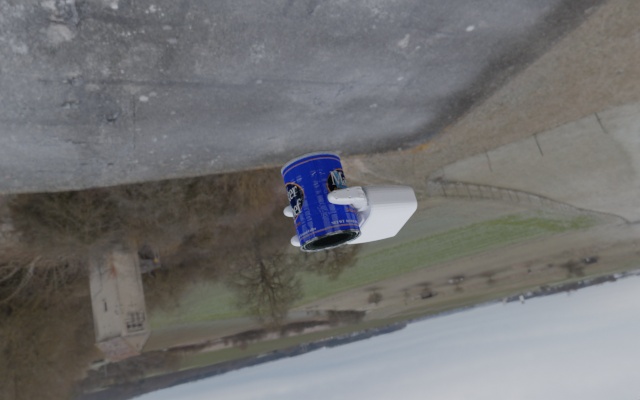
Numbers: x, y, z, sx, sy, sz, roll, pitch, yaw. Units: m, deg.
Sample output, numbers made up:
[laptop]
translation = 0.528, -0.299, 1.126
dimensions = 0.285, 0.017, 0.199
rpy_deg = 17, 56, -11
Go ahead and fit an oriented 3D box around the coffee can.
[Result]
[coffee can]
translation = 0.000, 0.002, 0.789
dimensions = 0.103, 0.140, 0.103
rpy_deg = -14, -17, -4
